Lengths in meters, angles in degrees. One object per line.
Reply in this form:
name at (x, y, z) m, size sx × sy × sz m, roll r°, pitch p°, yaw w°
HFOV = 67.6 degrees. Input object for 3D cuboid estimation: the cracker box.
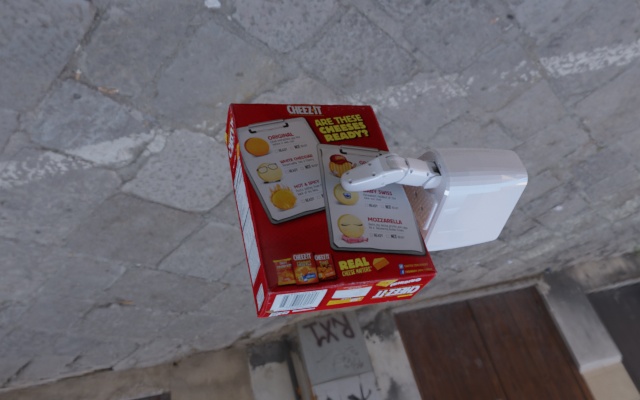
cracker box at (0.000, 0.002, 0.486) m, size 0.164 × 0.213 × 0.072 m, roll -3°, pitch -33°, yaw -21°
